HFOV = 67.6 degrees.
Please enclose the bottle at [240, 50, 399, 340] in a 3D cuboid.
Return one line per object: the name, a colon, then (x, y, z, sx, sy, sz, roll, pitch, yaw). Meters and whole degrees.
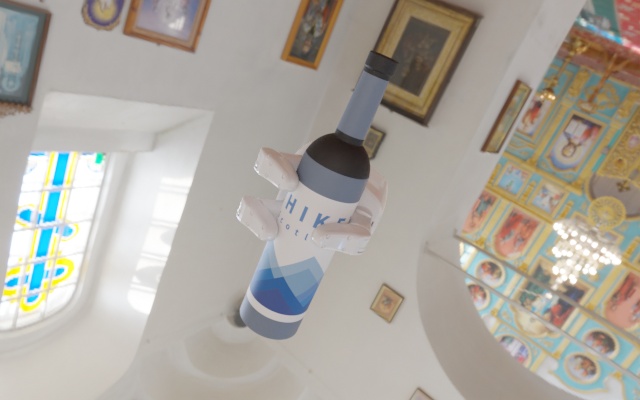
bottle: (0.000, 0.002, 0.464, 0.069, 0.296, 0.069, 21, 21, -8)
